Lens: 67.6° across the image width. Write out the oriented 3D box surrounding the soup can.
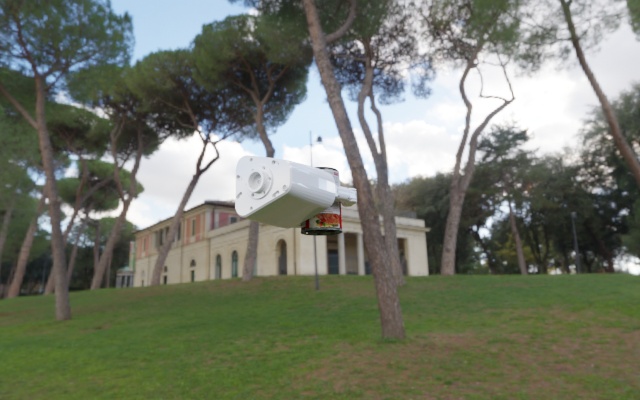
[{"bbox_3d":[0.000,0.002,0.780,0.068,0.102,0.068,-2,-12,0],"label":"soup can"}]
